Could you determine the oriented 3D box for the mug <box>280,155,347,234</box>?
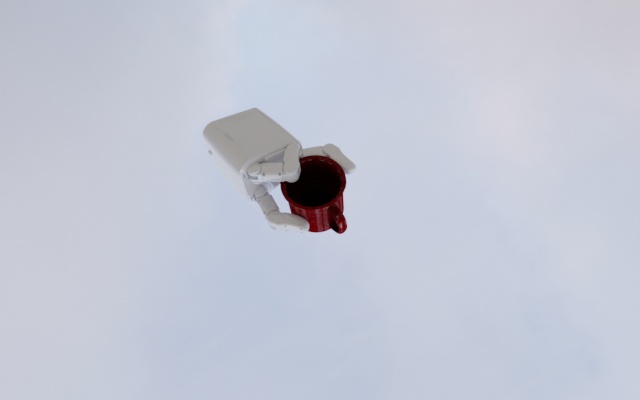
[{"bbox_3d":[0.001,0.003,0.693,0.093,0.117,0.082,-36,-28,-16],"label":"mug"}]
